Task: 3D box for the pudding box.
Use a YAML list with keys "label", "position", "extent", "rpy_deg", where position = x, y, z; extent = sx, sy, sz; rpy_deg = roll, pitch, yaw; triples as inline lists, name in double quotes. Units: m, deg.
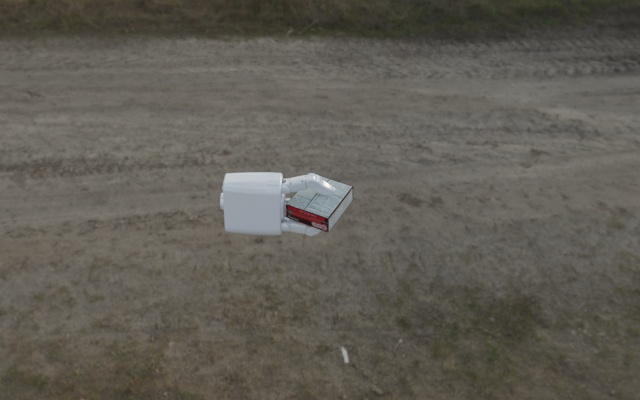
- label: "pudding box"
  position: [0.000, 0.003, 0.896]
  extent: [0.090, 0.039, 0.113]
  rpy_deg: [20, 44, 20]
